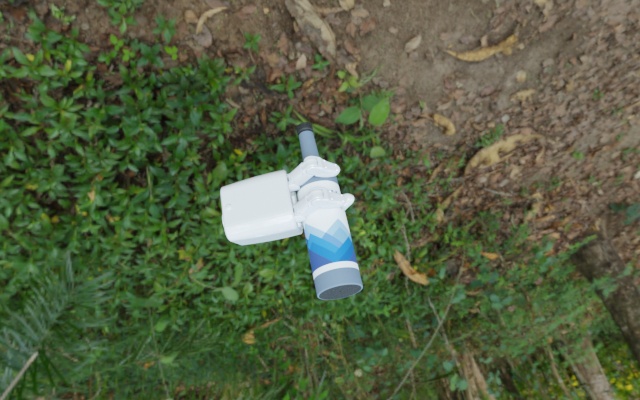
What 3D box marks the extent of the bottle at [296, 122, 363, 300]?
[{"bbox_3d":[0.000,0.003,0.743,0.069,0.295,0.069,-10,-27,-5],"label":"bottle"}]
